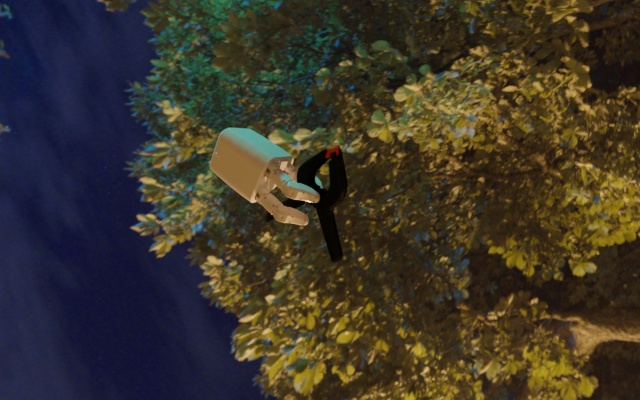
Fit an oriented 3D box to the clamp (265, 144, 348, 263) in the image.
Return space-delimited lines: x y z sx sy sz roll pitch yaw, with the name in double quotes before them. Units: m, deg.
"clamp" 0.001 0.002 0.829 0.164 0.210 0.036 35 35 12
